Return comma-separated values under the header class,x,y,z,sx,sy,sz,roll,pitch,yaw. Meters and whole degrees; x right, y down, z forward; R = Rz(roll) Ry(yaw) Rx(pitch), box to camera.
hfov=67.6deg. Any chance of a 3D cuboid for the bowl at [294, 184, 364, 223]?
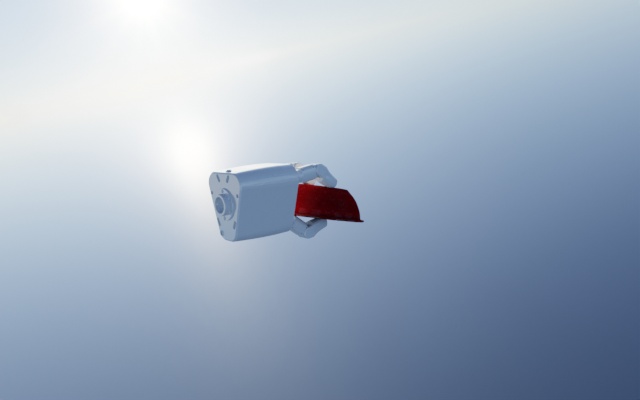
class,x,y,z,sx,sy,sz,roll,pitch,yaw
bowl,0.001,0.002,0.848,0.162,0.055,0.162,7,0,0
